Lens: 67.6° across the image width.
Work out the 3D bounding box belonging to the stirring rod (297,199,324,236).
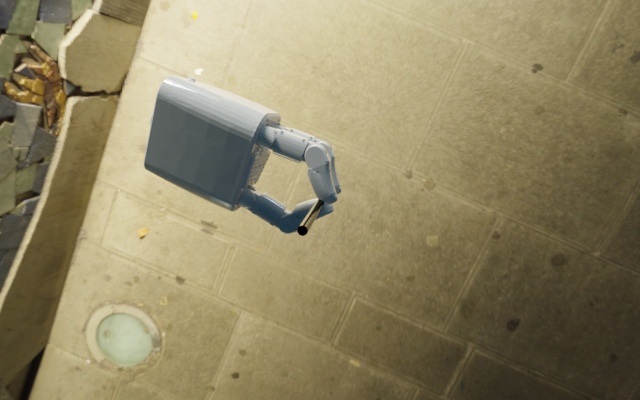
[{"bbox_3d":[0.000,0.002,0.469,0.011,0.011,0.239,0,10,6],"label":"stirring rod"}]
